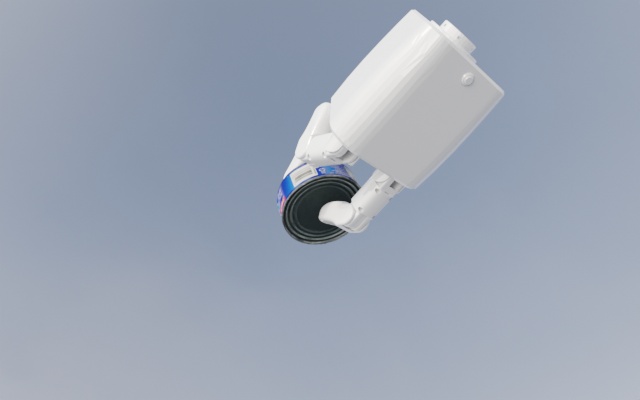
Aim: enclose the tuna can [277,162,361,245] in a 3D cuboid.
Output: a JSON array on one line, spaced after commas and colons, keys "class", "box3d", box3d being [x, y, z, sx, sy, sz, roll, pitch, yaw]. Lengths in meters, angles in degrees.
[{"class": "tuna can", "box3d": [0.000, 0.001, 0.480, 0.086, 0.086, 0.033, 0, 37, -19]}]
